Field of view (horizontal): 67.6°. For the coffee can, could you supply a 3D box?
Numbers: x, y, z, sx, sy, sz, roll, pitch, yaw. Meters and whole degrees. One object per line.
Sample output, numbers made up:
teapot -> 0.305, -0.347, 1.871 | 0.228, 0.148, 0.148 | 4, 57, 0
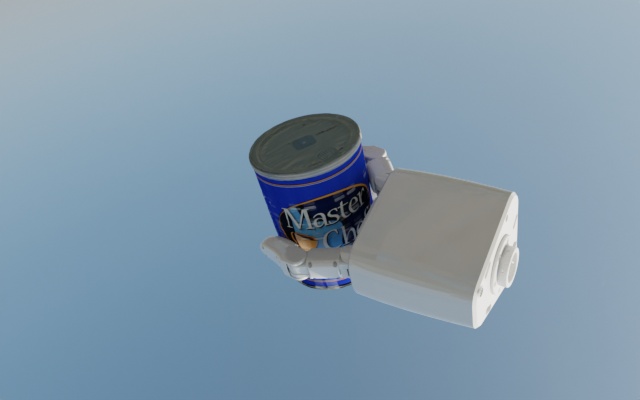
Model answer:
coffee can -> 0.000, 0.001, 0.465 | 0.103, 0.140, 0.102 | -10, 36, 7
